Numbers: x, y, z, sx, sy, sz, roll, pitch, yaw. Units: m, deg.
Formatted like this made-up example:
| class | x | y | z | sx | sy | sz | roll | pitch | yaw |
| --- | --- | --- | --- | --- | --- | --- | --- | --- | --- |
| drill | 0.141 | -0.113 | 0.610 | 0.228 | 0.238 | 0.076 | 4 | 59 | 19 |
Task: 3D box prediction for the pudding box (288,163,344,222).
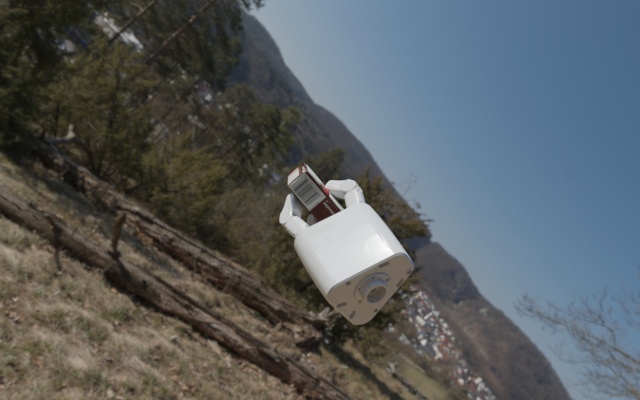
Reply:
| class | x | y | z | sx | sy | sz | roll | pitch | yaw |
| --- | --- | --- | --- | --- | --- | --- | --- | --- | --- |
| pudding box | 0.000 | 0.002 | 0.699 | 0.039 | 0.113 | 0.090 | -38 | 11 | 3 |
